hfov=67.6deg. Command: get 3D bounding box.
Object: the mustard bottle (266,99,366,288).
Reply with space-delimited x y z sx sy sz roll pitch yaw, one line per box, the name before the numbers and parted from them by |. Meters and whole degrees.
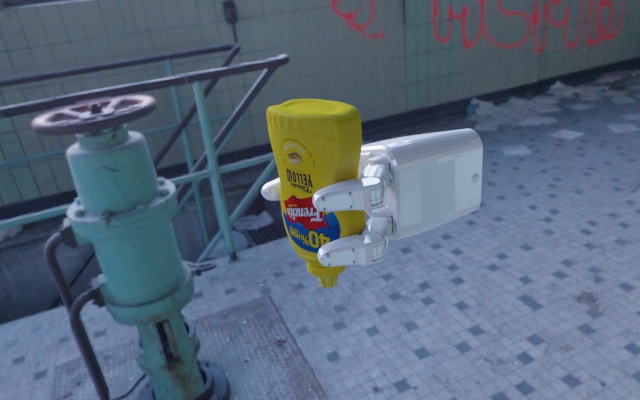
mustard bottle | 0.000 0.001 0.468 0.096 0.192 0.058 16 33 40
